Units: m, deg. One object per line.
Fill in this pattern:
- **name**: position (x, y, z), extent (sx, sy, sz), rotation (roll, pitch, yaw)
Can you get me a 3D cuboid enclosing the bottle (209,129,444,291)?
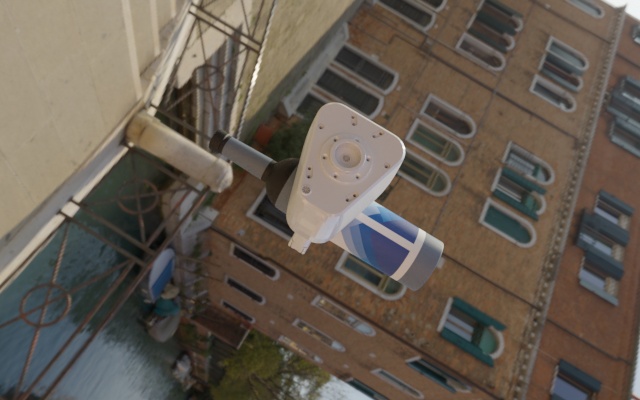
- **bottle**: position (0.000, 0.002, 0.565), extent (0.295, 0.069, 0.069), rotation (31, 1, 2)
